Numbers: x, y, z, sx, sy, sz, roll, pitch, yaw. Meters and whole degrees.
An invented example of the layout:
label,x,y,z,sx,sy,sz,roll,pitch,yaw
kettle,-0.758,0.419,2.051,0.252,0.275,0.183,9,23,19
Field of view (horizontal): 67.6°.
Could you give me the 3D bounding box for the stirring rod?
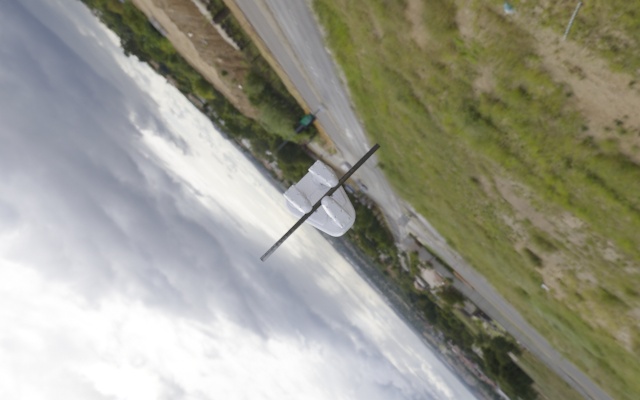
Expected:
label,x,y,z,sx,sy,sz,roll,pitch,yaw
stirring rod,0.000,0.002,0.699,0.239,0.011,0.011,-45,-3,-3
